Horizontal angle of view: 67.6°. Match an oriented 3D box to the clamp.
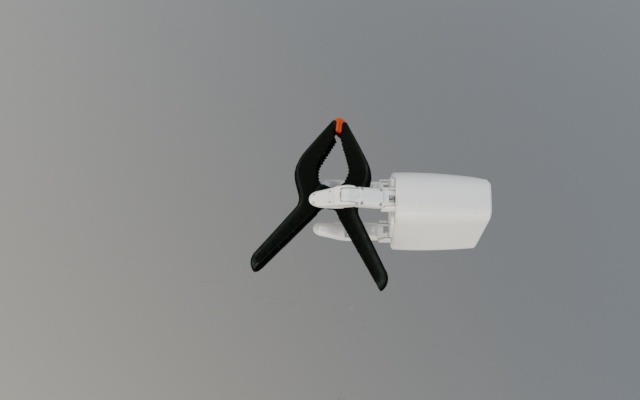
[{"bbox_3d":[0.000,0.001,0.583,0.164,0.210,0.036,1,-13,6],"label":"clamp"}]
